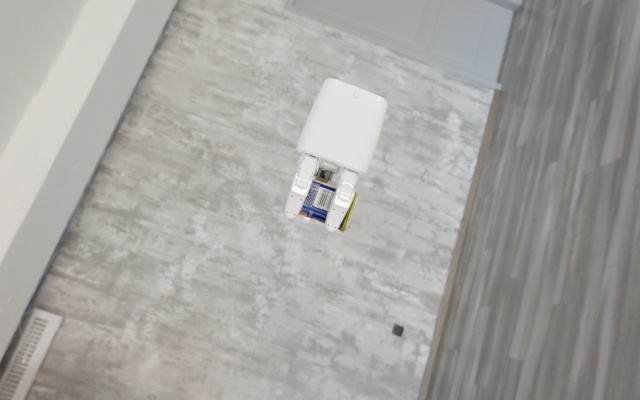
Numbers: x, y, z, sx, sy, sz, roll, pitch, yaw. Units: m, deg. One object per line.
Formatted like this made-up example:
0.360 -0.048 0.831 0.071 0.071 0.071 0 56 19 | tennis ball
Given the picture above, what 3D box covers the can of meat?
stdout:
0.000 0.002 0.666 0.084 0.057 0.102 20 -1 -4 | can of meat
